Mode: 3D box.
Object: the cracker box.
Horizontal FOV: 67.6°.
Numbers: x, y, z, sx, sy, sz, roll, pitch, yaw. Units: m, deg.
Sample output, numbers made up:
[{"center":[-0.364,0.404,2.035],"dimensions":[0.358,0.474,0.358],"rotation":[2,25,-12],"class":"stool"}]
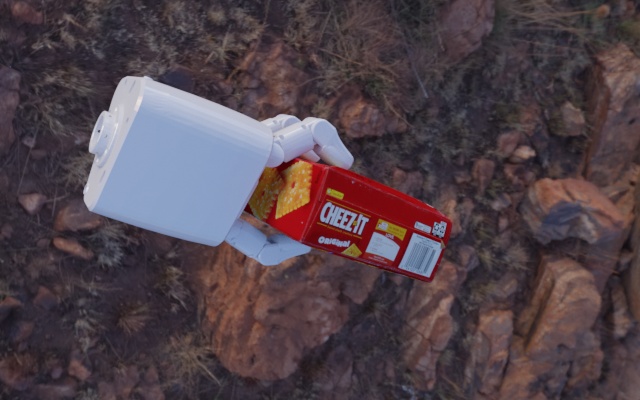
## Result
[{"center":[0.000,0.002,0.488],"dimensions":[0.164,0.072,0.213],"rotation":[20,2,-35],"class":"cracker box"}]
